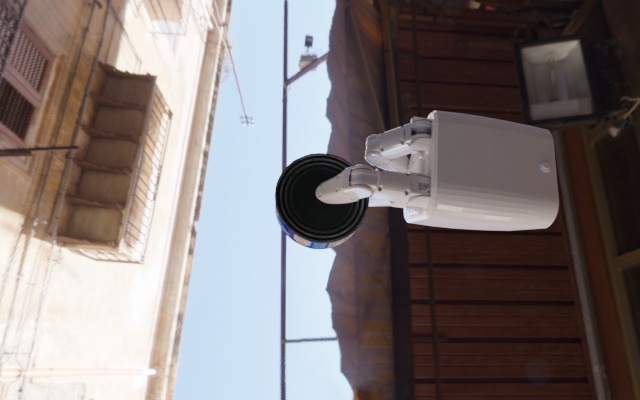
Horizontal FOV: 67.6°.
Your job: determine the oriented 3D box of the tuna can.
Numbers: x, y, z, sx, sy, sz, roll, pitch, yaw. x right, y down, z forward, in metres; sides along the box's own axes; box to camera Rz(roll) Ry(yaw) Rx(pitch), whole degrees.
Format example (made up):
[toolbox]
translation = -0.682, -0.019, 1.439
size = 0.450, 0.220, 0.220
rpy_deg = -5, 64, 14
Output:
[tuna can]
translation = 0.000, 0.002, 0.445
size = 0.086, 0.086, 0.034
rpy_deg = 0, -19, -7
